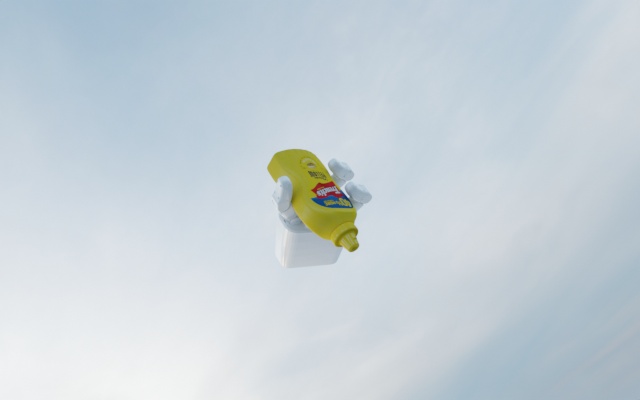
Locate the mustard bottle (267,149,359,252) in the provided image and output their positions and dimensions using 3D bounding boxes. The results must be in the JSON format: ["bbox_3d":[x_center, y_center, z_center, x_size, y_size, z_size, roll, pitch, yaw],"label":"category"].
[{"bbox_3d":[0.000,0.002,0.717,0.096,0.058,0.191,3,41,-44],"label":"mustard bottle"}]
